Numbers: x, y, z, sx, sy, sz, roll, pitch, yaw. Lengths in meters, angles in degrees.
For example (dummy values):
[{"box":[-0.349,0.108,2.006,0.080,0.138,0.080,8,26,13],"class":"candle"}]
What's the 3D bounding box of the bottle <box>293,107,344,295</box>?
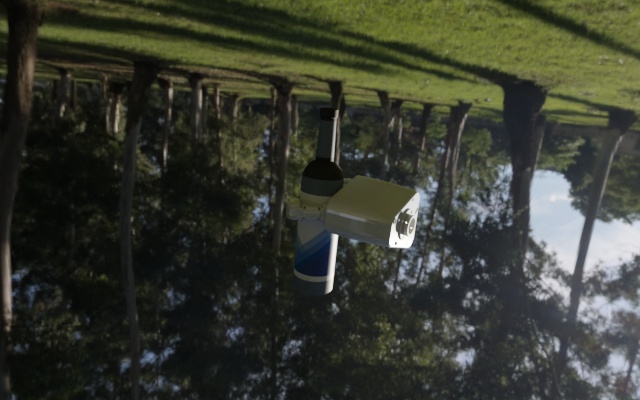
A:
[{"box":[0.000,0.003,0.758,0.069,0.296,0.069,5,16,-1],"class":"bottle"}]
